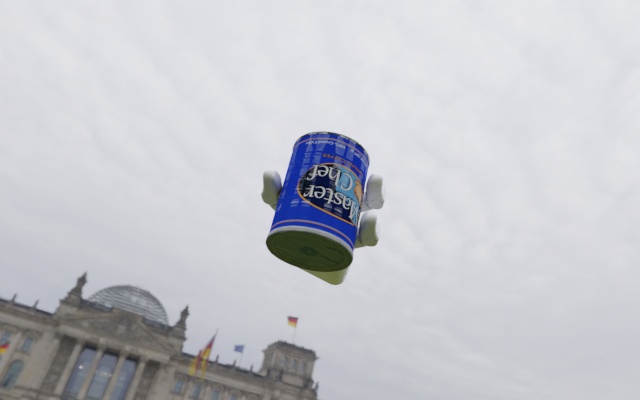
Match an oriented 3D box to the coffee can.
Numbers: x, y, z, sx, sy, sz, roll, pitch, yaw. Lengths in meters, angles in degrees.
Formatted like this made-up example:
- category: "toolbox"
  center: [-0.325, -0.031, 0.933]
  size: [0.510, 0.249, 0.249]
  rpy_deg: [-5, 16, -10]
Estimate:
- category: "coffee can"
  center: [0.000, 0.002, 0.583]
  size: [0.103, 0.140, 0.103]
  rpy_deg: [10, -31, 6]
